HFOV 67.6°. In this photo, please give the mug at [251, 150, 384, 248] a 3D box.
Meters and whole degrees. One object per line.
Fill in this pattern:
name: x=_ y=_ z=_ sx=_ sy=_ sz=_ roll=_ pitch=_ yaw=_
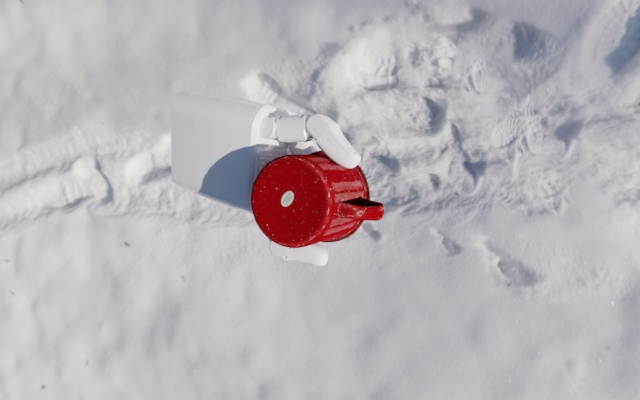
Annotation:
mug: x=0.001 y=0.002 z=0.437 sx=0.117 sy=0.093 sz=0.081 roll=15 pitch=10 yaw=23
